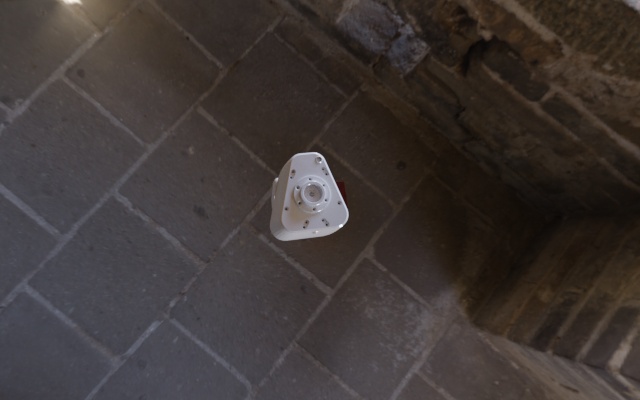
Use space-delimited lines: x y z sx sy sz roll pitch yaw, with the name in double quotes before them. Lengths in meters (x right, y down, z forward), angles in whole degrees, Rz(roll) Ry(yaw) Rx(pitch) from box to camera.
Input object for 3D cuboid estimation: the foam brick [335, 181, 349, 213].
"foam brick" 0.000 0.002 0.756 0.078 0.053 0.051 -6 -8 -12
